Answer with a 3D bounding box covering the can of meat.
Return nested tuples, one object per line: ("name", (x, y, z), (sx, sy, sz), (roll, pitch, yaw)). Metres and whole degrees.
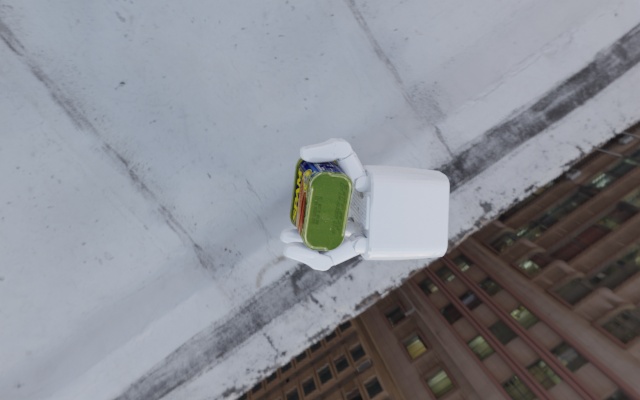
("can of meat", (0.000, 0.002, 0.585), (0.057, 0.102, 0.084), (4, 17, -14))
